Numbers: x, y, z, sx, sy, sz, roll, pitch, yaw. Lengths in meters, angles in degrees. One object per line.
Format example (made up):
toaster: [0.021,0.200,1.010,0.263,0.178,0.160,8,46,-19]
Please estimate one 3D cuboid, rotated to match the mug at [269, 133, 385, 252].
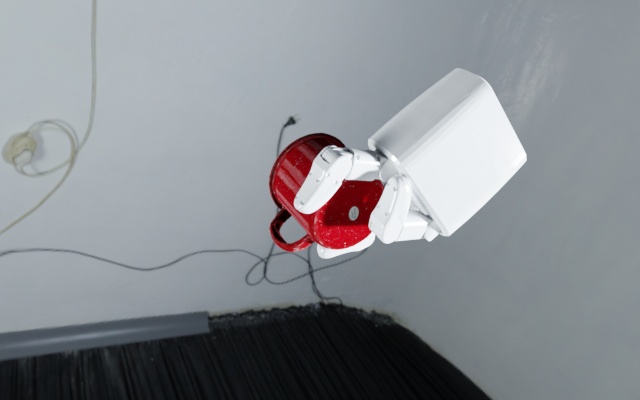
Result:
mug: [-0.001,0.003,0.456,0.093,0.117,0.081,50,-3,-42]
